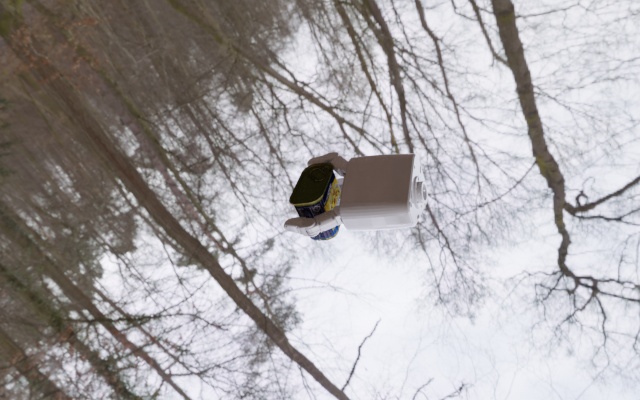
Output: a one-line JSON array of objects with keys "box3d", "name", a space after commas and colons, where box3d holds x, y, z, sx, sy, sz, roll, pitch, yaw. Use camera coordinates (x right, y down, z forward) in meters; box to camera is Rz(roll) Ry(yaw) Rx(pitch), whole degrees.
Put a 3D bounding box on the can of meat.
[{"box3d": [0.000, 0.003, 0.773, 0.057, 0.084, 0.102, -6, 39, 25], "name": "can of meat"}]
